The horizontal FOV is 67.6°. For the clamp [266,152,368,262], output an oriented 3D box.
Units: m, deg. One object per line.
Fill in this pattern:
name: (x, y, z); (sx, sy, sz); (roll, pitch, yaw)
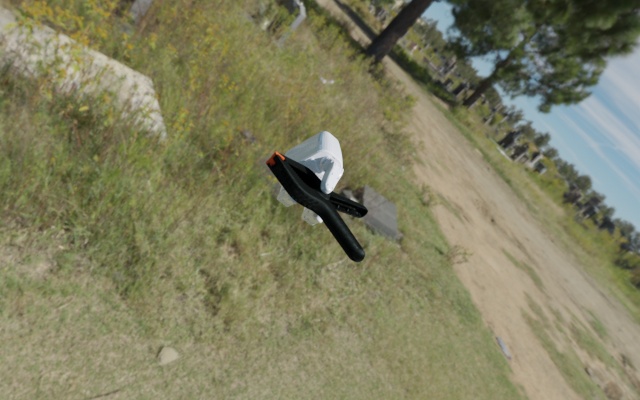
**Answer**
clamp: (0.000, 0.002, 0.766); (0.210, 0.036, 0.164); (37, 24, -18)
